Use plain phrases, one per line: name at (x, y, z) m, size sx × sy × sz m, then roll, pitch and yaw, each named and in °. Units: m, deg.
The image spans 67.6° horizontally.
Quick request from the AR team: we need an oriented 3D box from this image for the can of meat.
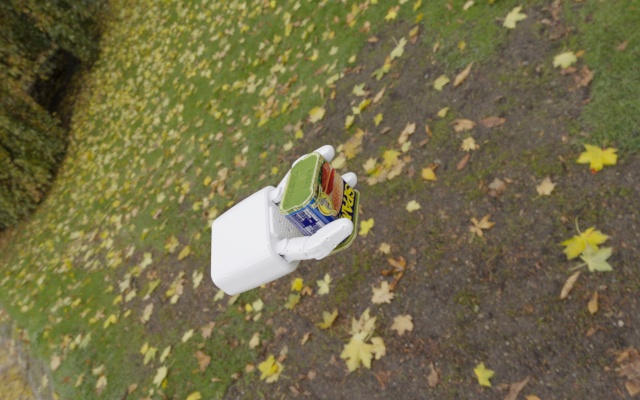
can of meat at (0.000, 0.002, 0.587) m, size 0.057 × 0.102 × 0.084 m, roll -26°, pitch -56°, yaw 30°
